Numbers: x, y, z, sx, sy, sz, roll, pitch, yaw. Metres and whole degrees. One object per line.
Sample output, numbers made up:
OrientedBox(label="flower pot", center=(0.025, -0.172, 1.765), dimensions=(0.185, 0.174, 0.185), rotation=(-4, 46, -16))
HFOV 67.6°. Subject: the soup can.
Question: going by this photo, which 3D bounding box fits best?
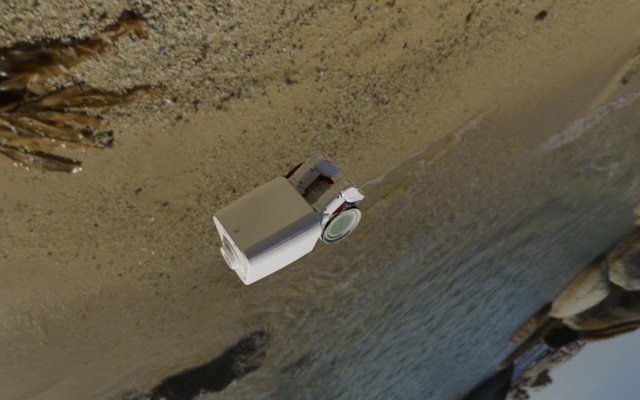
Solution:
OrientedBox(label="soup can", center=(0.001, 0.002, 0.665), dimensions=(0.068, 0.068, 0.102), rotation=(0, 40, -49))
